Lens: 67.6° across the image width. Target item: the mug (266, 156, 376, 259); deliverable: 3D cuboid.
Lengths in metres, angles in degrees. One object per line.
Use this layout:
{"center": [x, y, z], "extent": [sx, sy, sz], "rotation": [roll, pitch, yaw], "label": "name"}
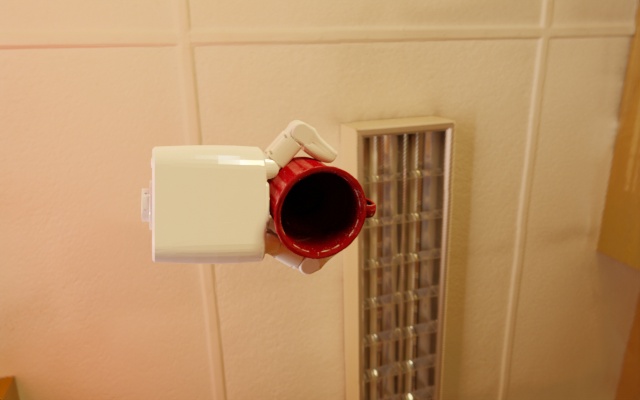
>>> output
{"center": [0.001, 0.001, 0.494], "extent": [0.117, 0.093, 0.081], "rotation": [1, 16, -20], "label": "mug"}
